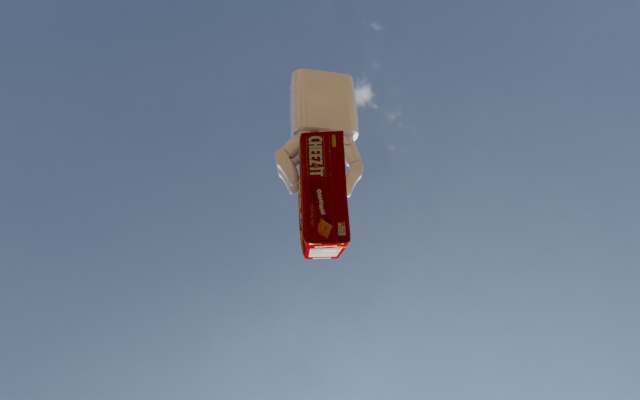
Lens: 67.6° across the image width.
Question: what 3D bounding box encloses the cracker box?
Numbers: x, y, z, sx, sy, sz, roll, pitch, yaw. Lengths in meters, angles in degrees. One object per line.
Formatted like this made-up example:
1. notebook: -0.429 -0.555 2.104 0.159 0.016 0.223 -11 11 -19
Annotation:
1. cracker box: 0.000 0.003 0.766 0.072 0.164 0.214 -3 -13 -3
